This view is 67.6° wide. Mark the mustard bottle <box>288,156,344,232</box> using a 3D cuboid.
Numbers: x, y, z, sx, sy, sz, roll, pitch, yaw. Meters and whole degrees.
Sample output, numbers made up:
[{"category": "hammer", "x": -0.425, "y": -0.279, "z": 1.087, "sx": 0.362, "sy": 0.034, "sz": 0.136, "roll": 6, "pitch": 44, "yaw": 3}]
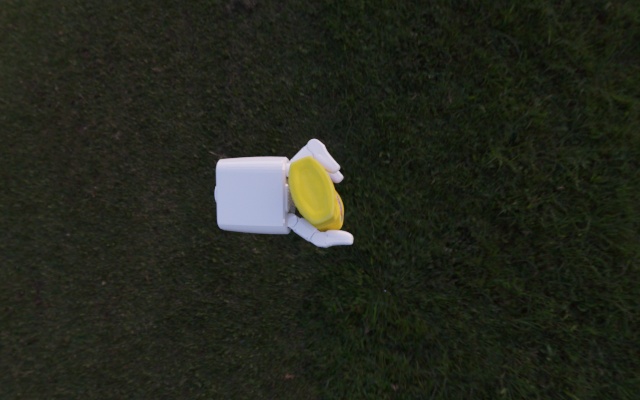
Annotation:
[{"category": "mustard bottle", "x": 0.000, "y": 0.002, "z": 0.724, "sx": 0.058, "sy": 0.096, "sz": 0.192, "roll": -23, "pitch": -13, "yaw": 3}]
